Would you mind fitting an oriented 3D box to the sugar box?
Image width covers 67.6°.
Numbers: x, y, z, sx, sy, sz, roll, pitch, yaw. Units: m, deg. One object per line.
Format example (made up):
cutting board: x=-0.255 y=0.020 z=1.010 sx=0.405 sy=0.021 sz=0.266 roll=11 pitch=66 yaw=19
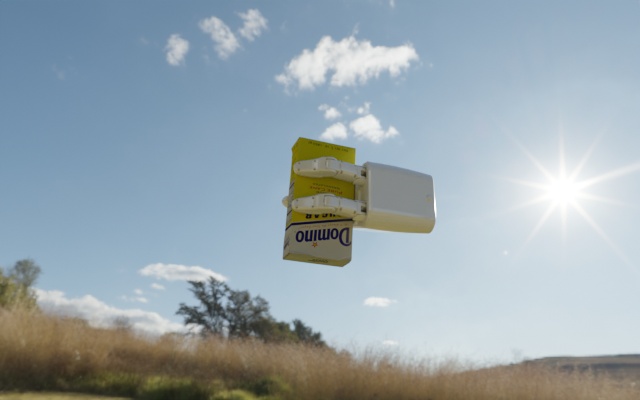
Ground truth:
sugar box: x=0.000 y=0.002 z=0.689 sx=0.093 sy=0.176 sz=0.048 roll=9 pitch=-23 yaw=-16
